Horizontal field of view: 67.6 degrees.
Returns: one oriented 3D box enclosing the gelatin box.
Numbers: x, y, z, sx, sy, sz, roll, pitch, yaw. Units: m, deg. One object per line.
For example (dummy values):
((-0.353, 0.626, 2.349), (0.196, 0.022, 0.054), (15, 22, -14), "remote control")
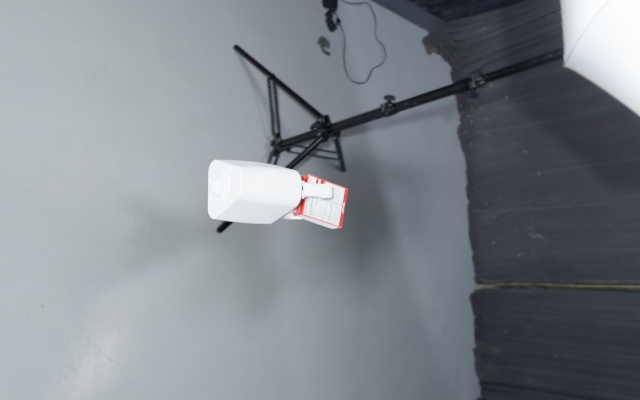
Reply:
((0.001, 0.003, 0.830), (0.089, 0.073, 0.030), (19, -18, -31), "gelatin box")
